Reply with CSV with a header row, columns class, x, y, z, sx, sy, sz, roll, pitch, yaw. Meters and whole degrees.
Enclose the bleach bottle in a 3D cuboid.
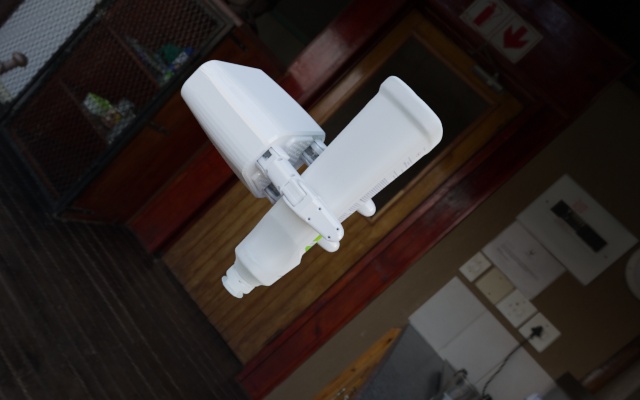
class,x,y,z,sx,sy,sz,roll,pitch,yaw
bleach bottle,0.000,0.001,0.454,0.251,0.068,0.102,-43,-12,7
